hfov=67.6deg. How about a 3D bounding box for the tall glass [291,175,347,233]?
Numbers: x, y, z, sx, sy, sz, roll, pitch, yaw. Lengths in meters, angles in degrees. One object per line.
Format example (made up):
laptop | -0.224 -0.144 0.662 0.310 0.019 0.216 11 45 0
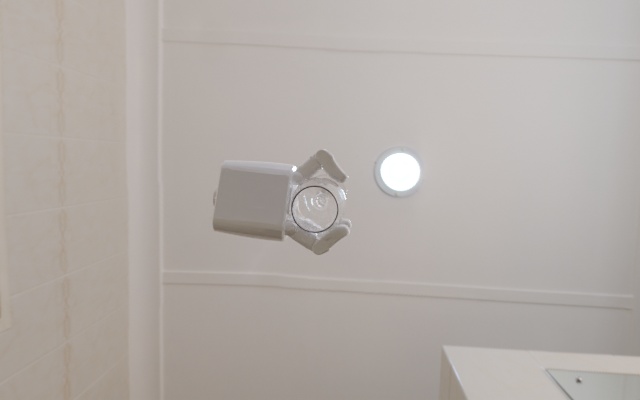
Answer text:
tall glass | 0.000 0.002 0.712 0.079 0.079 0.201 0 5 4
